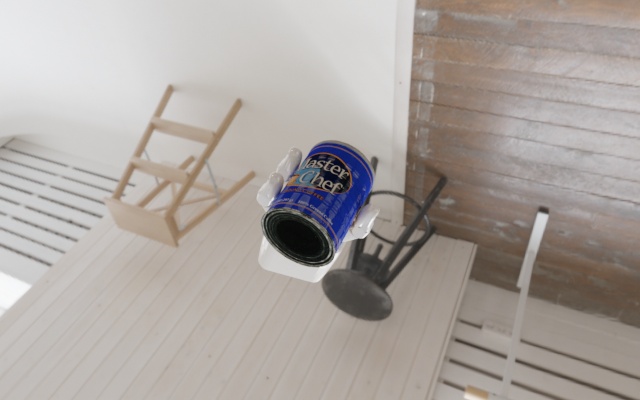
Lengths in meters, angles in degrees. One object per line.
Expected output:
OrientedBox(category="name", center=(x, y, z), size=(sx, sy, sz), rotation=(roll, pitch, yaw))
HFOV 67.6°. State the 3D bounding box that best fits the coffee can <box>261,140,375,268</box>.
OrientedBox(category="coffee can", center=(0.000, 0.002, 0.630), size=(0.103, 0.103, 0.140), rotation=(0, 41, 34))
